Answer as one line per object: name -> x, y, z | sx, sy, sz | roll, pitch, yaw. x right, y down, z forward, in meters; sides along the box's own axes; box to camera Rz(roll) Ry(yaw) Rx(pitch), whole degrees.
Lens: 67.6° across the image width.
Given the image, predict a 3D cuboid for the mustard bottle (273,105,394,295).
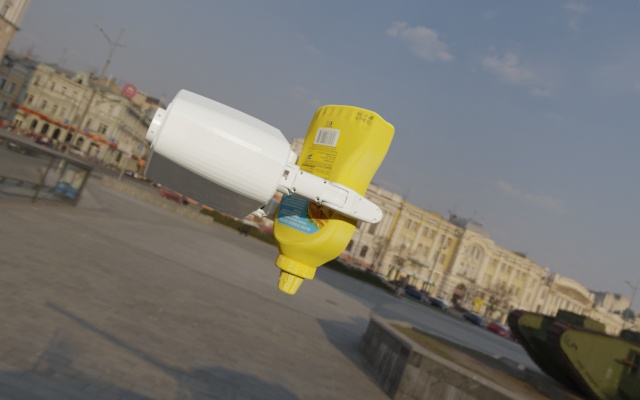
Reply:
mustard bottle -> 0.000, 0.001, 0.481 | 0.096, 0.191, 0.058 | 17, -7, 47
